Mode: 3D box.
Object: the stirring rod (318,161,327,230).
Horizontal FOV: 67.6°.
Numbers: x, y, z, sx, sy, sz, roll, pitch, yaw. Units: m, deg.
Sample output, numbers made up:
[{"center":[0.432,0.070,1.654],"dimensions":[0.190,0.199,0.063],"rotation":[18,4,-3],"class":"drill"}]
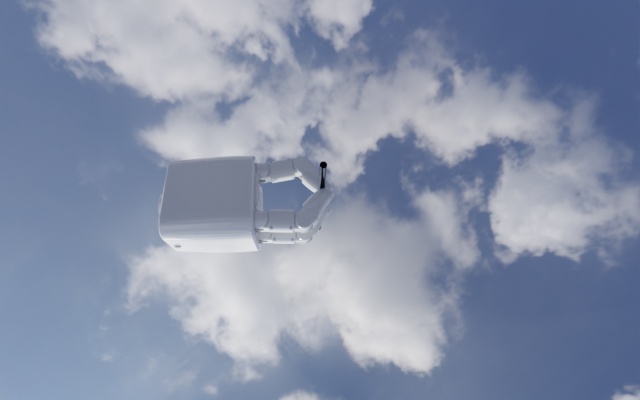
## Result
[{"center":[0.000,0.002,0.608],"dimensions":[0.011,0.011,0.240],"rotation":[0,-19,-1],"class":"stirring rod"}]
